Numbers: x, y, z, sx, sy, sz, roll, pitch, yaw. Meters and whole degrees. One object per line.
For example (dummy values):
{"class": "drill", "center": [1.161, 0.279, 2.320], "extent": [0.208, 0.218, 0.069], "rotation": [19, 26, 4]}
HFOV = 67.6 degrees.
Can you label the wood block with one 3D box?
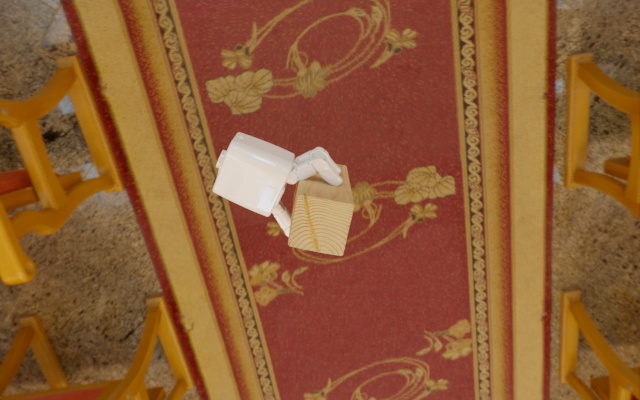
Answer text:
{"class": "wood block", "center": [0.000, 0.003, 0.823], "extent": [0.090, 0.091, 0.206], "rotation": [11, 20, -4]}
